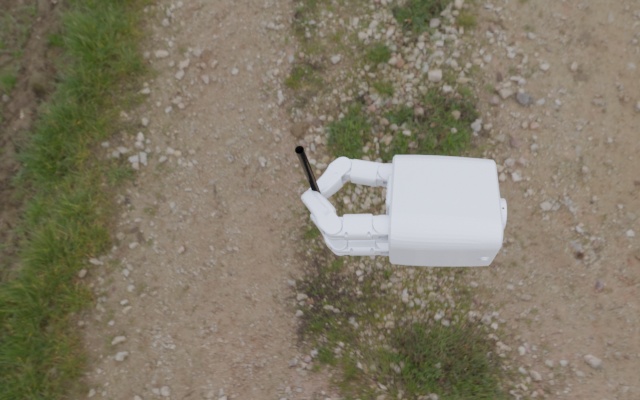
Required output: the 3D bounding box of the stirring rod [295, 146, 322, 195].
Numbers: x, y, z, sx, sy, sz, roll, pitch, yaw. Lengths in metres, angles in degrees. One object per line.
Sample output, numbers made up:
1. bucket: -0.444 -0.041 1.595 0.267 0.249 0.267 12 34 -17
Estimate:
1. stirring rod: 0.000 0.002 0.529 0.011 0.011 0.240 0 -23 10
